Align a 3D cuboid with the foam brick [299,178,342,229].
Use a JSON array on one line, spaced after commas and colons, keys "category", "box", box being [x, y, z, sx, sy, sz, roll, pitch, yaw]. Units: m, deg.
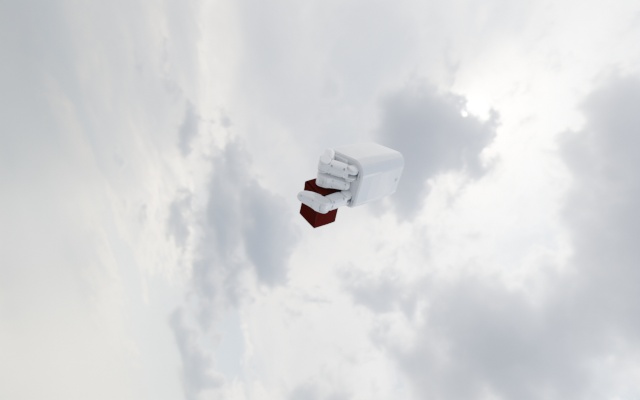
[{"category": "foam brick", "box": [0.000, 0.003, 0.883, 0.051, 0.078, 0.053, -16, 46, -32]}]
